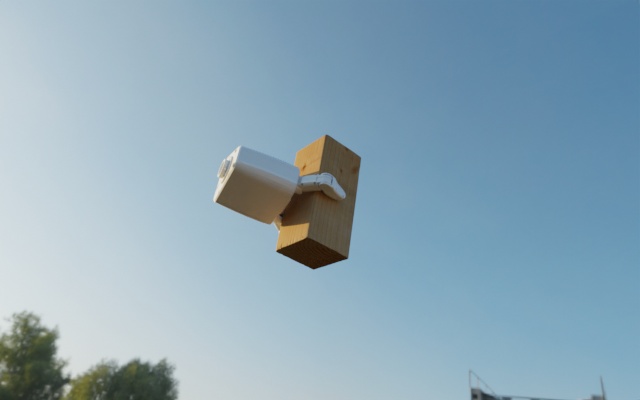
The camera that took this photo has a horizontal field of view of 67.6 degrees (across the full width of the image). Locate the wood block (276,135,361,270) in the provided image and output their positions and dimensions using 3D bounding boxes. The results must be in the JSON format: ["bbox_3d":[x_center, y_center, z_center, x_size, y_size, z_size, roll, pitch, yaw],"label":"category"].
[{"bbox_3d":[0.000,0.002,0.832,0.090,0.206,0.091,30,-36,-30],"label":"wood block"}]
